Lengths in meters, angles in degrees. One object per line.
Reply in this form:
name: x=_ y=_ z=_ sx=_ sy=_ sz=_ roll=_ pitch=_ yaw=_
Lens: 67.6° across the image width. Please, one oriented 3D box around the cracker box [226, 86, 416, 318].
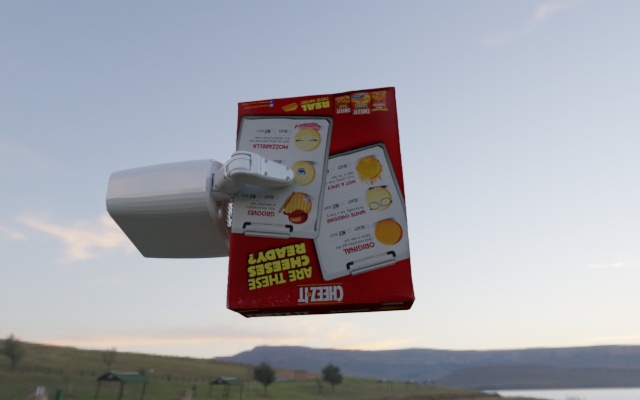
cracker box: x=0.000 y=0.001 z=0.471 sx=0.164 sy=0.213 sz=0.072 roll=-4 pitch=-22 yaw=7
